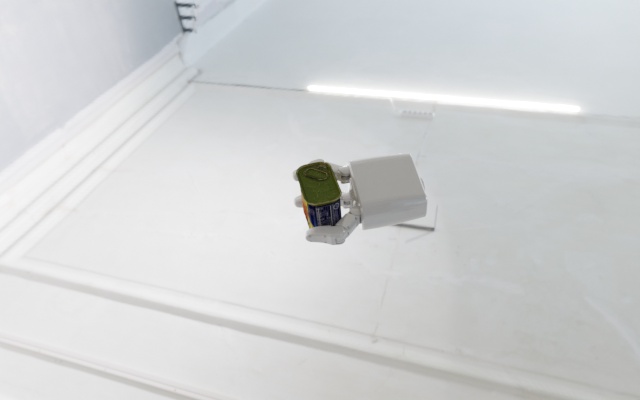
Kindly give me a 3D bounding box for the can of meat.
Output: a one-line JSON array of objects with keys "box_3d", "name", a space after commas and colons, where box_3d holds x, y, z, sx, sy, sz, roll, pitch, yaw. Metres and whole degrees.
[{"box_3d": [0.000, 0.003, 0.752, 0.057, 0.084, 0.102, -12, 40, -6], "name": "can of meat"}]
